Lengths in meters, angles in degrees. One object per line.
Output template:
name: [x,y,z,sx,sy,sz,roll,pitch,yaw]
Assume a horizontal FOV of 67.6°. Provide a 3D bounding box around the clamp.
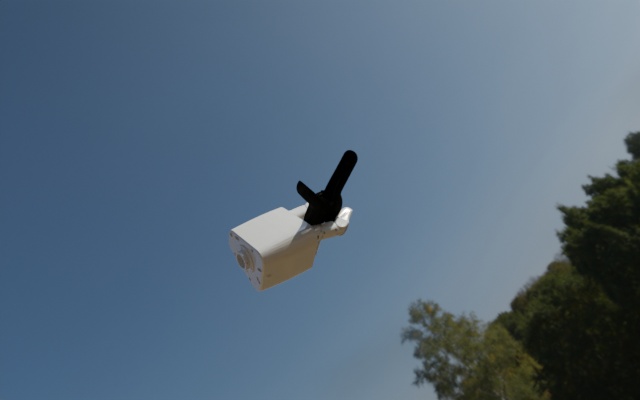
clamp: [0.000,0.002,0.783,0.120,0.172,0.039,-23,52,-33]
